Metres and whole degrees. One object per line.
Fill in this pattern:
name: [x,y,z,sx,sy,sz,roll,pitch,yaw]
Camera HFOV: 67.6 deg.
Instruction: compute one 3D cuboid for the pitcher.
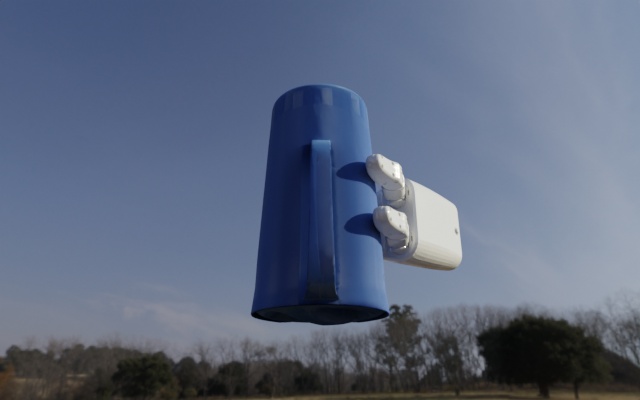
pitcher: [0.000,0.002,0.492,0.145,0.242,0.149,18,-28,-41]
